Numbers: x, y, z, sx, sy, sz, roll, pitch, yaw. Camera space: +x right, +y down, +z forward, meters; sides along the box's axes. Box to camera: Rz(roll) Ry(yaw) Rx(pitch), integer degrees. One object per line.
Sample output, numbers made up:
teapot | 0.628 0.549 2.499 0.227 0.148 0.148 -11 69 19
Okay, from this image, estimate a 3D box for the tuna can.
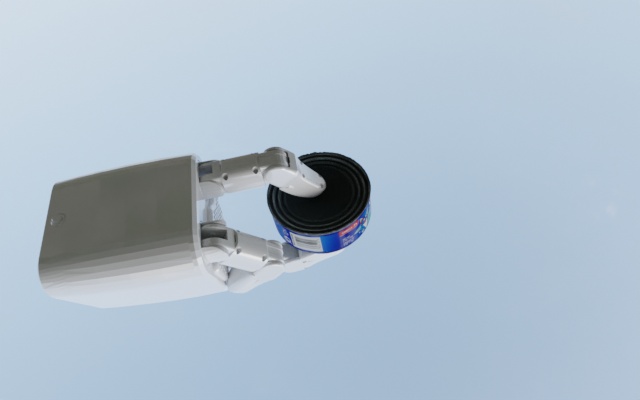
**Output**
tuna can | 0.000 0.002 0.402 0.086 0.086 0.034 0 -37 9
